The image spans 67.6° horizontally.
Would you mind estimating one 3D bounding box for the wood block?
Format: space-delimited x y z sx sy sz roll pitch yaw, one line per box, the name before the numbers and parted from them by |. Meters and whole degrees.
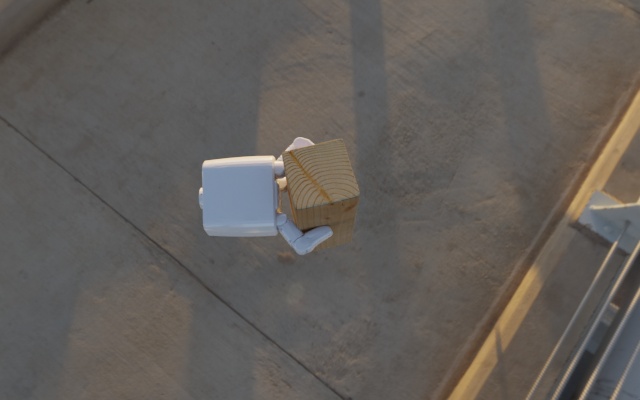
wood block | 0.000 0.003 0.732 0.090 0.090 0.206 -13 -21 -5
